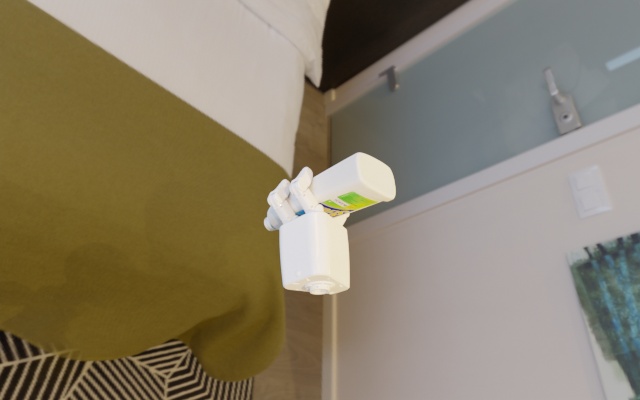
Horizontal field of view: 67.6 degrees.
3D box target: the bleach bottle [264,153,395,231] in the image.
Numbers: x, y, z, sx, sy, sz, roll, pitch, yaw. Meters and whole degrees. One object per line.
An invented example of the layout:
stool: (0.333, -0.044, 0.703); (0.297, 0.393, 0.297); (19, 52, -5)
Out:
bleach bottle: (0.000, 0.003, 0.833); (0.251, 0.068, 0.102); (-26, -34, 37)
